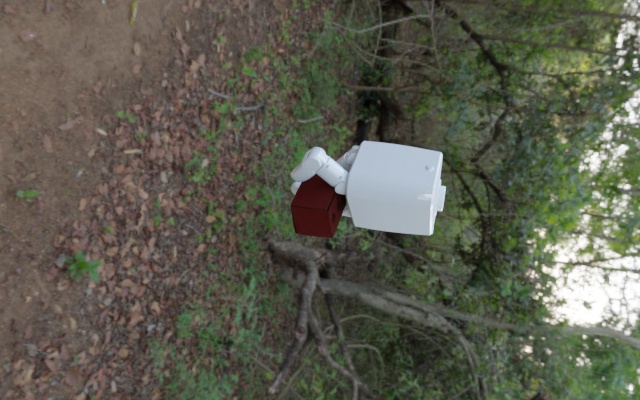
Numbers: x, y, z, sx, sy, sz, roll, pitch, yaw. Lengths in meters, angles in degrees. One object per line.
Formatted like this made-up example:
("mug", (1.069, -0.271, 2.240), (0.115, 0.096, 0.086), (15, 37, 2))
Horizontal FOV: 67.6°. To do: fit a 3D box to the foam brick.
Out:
("foam brick", (0.000, 0.002, 0.620), (0.051, 0.053, 0.078), (9, 47, 16))
